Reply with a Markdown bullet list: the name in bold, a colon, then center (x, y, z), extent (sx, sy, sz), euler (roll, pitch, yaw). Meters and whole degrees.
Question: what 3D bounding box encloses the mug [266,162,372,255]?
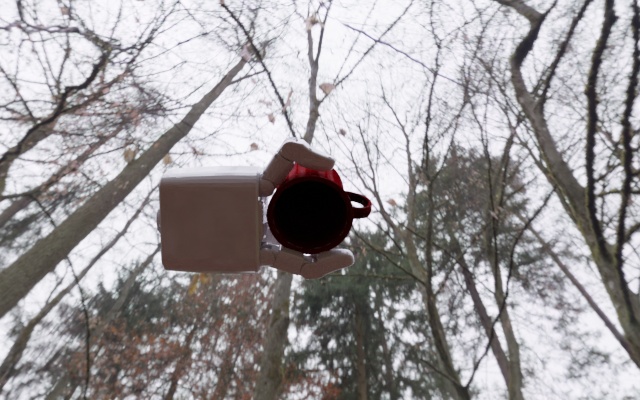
- **mug**: center (0.002, 0.002, 0.545), extent (0.117, 0.093, 0.081), euler (1, 23, -2)
